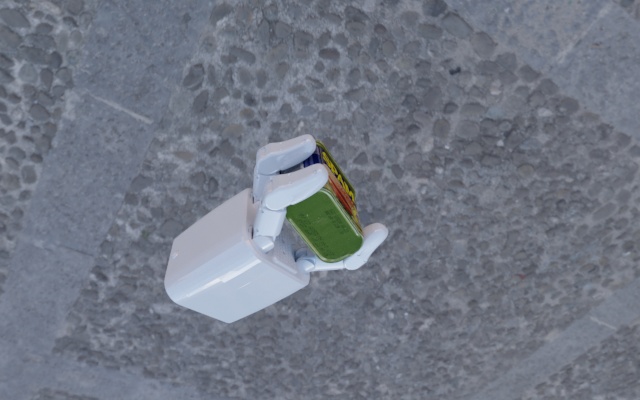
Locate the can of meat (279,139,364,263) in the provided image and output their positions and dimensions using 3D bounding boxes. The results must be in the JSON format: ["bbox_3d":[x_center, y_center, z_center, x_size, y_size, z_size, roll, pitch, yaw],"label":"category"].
[{"bbox_3d":[0.000,0.002,0.484,0.057,0.102,0.084,-28,35,14],"label":"can of meat"}]
